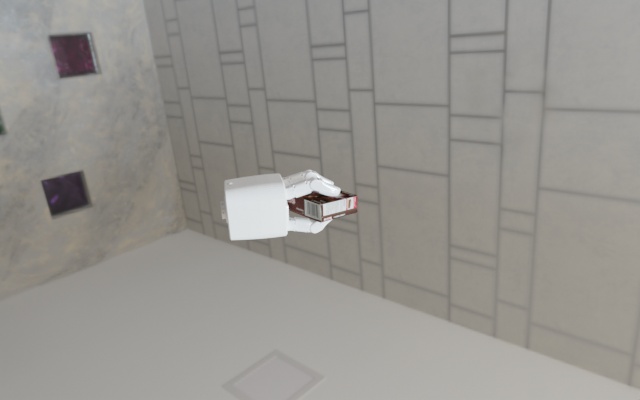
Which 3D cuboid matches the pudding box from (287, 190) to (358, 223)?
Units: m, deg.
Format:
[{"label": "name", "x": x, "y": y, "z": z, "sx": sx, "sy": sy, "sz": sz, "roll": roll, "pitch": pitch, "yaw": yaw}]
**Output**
[{"label": "pudding box", "x": 0.000, "y": 0.003, "z": 0.891, "sx": 0.090, "sy": 0.039, "sz": 0.113, "roll": -14, "pitch": 23, "yaw": -37}]
